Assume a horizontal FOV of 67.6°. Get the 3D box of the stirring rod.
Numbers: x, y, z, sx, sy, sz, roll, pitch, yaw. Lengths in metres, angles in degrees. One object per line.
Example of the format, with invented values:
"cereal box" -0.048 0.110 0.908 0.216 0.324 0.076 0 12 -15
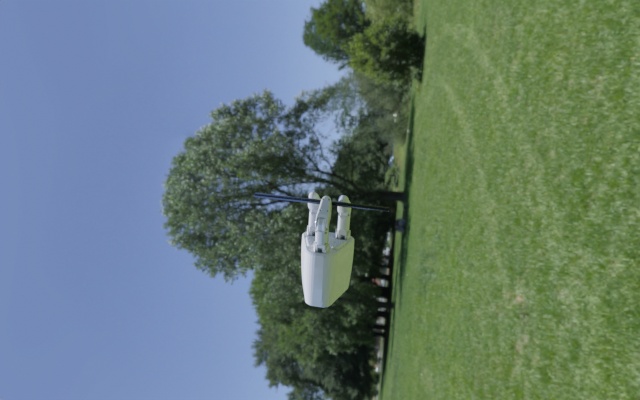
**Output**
"stirring rod" 0.000 0.003 0.841 0.239 0.011 0.011 6 1 9
